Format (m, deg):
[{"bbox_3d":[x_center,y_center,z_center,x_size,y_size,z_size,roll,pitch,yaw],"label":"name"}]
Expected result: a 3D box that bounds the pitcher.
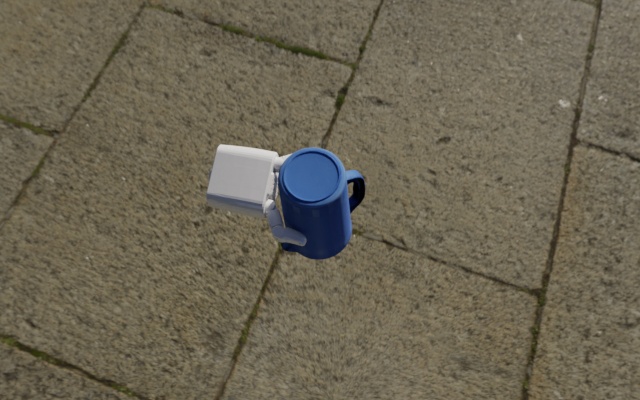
[{"bbox_3d":[0.000,0.003,0.847,0.145,0.149,0.243,10,-22,7],"label":"pitcher"}]
